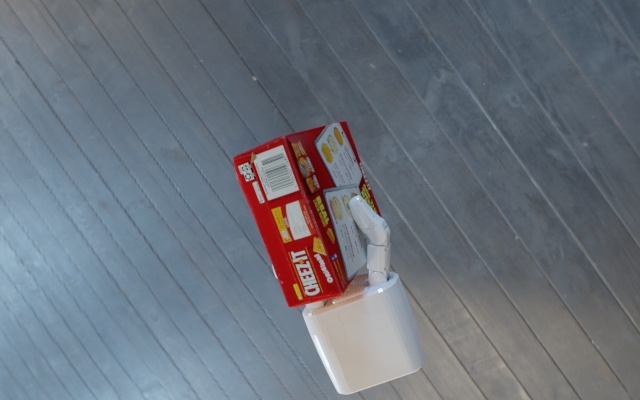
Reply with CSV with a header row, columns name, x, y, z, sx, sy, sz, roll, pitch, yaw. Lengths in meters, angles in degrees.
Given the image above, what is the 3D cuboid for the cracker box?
name,x,y,z,sx,sy,sz,roll,pitch,yaw
cracker box,0.000,0.002,0.553,0.072,0.164,0.213,-18,6,22
